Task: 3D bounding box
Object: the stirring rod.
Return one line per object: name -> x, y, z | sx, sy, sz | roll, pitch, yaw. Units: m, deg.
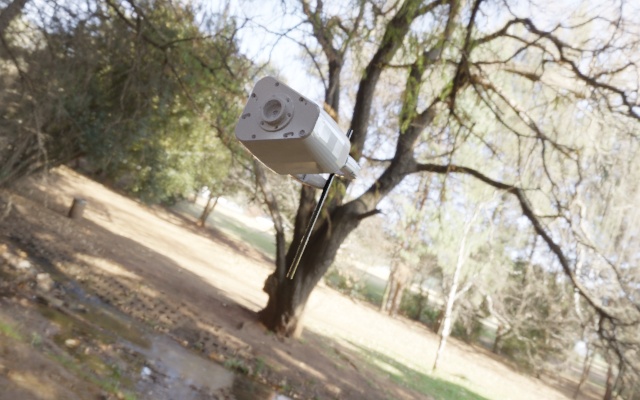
stirring rod -> 0.000, 0.002, 0.710 | 0.011, 0.239, 0.011 | 22, -8, 3
